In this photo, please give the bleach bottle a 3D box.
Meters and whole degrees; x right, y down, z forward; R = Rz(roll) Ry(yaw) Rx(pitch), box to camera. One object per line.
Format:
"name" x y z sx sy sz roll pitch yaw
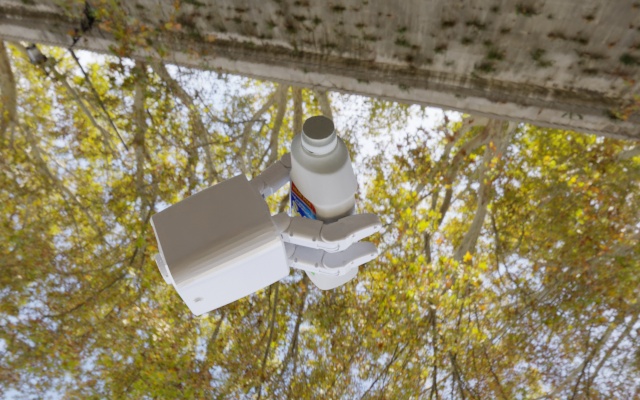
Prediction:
"bleach bottle" 0.000 0.002 0.514 0.068 0.102 0.251 -24 -32 -13
